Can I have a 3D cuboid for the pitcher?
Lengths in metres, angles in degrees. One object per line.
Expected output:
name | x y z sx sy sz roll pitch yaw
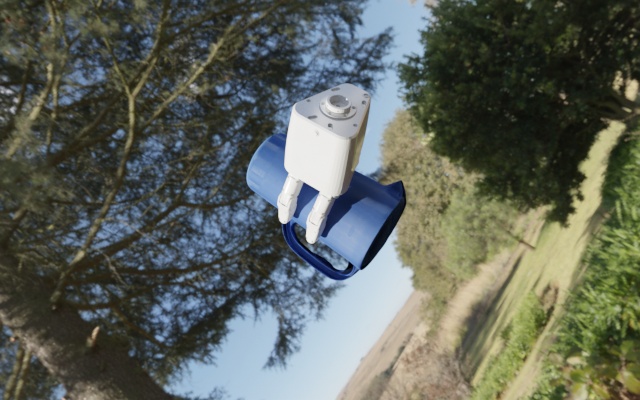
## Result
pitcher | 0.000 0.002 0.763 0.243 0.149 0.145 32 -35 17
